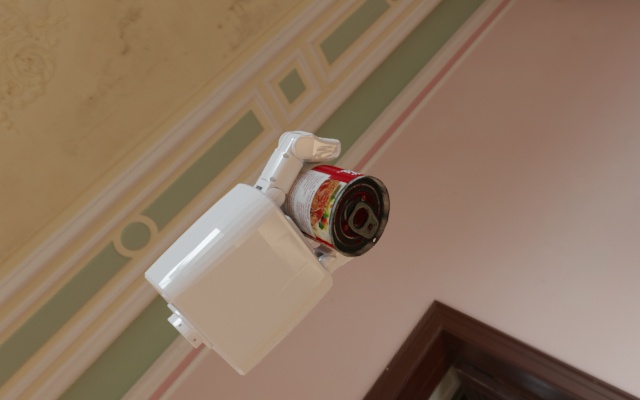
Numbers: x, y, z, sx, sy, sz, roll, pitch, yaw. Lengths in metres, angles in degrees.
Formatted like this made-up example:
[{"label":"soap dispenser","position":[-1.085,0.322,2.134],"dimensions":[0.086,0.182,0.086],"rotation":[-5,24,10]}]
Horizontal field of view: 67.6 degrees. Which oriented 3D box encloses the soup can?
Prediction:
[{"label":"soup can","position":[0.000,0.001,0.417],"dimensions":[0.068,0.068,0.102],"rotation":[0,14,-43]}]
